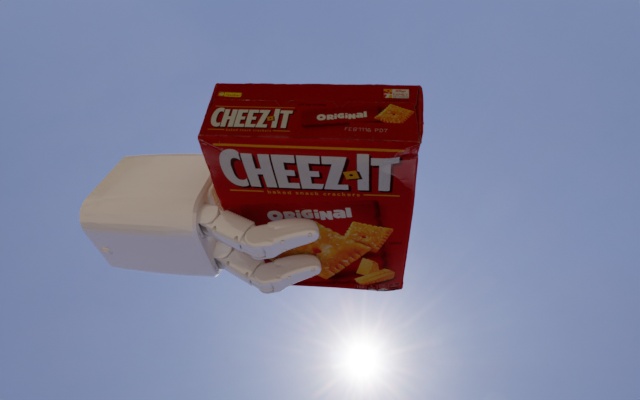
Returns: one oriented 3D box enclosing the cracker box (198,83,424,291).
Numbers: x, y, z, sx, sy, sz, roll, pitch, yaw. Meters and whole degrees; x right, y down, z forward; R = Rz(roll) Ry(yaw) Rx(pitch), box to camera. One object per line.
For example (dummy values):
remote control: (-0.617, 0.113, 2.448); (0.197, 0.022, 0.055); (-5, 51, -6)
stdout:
cracker box: (0.000, 0.001, 0.431); (0.164, 0.072, 0.214); (2, -38, 7)
